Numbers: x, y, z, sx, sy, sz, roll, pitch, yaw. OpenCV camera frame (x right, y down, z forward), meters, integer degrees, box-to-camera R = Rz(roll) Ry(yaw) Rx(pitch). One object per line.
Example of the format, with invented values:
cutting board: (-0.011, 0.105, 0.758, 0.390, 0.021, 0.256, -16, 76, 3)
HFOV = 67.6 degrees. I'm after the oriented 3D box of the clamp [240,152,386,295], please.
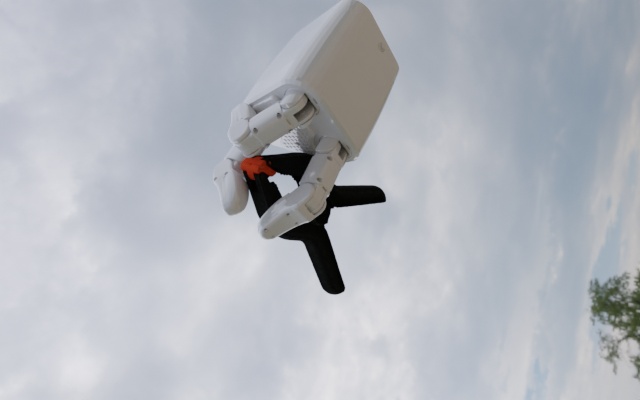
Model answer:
clamp: (-0.001, 0.001, 0.450, 0.039, 0.120, 0.171, 7, -31, 42)
